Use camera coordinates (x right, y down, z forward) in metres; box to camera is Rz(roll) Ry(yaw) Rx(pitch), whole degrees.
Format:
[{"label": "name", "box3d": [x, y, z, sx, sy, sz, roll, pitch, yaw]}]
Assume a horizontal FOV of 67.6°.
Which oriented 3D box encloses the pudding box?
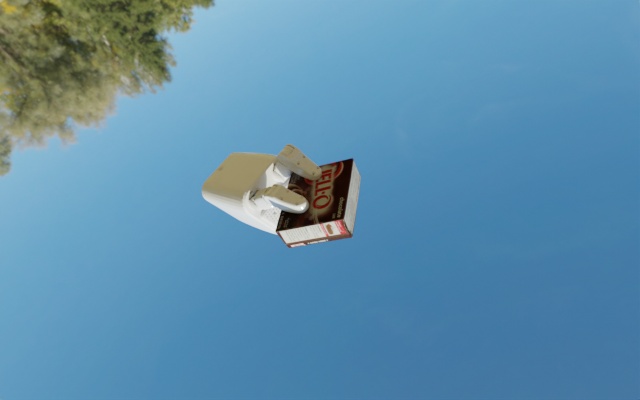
[{"label": "pudding box", "box3d": [0.000, 0.002, 0.601, 0.090, 0.113, 0.039, -12, -47, 22]}]
